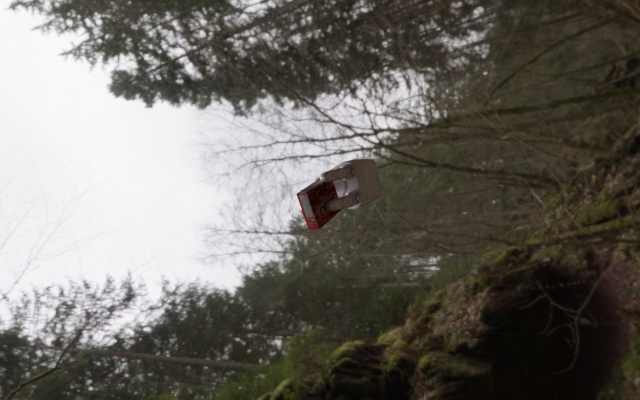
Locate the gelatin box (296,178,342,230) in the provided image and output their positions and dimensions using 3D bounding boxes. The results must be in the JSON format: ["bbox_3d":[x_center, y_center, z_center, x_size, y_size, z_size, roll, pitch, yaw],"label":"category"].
[{"bbox_3d":[0.000,0.003,0.892,0.030,0.073,0.089,-7,19,37],"label":"gelatin box"}]
